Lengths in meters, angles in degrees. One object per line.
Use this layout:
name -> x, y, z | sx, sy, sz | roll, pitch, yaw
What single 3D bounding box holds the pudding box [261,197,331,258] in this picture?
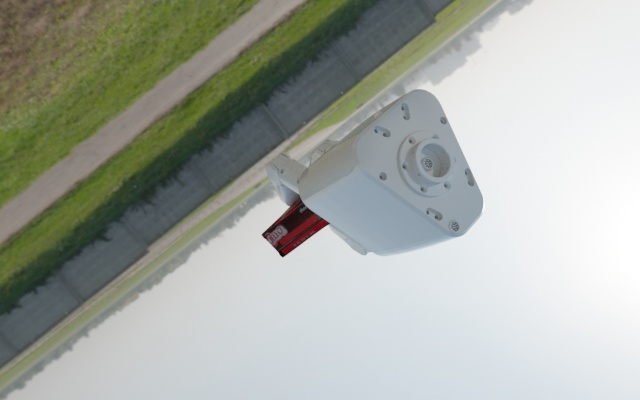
pudding box -> 0.000, 0.002, 0.504 | 0.090, 0.039, 0.113 | -37, 4, 38
